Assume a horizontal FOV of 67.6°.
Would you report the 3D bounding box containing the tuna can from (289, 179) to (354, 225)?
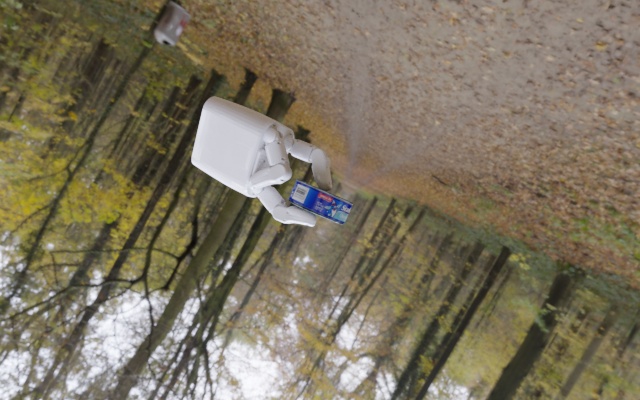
[{"bbox_3d":[0.000,0.003,0.660,0.086,0.034,0.086,24,1,0],"label":"tuna can"}]
